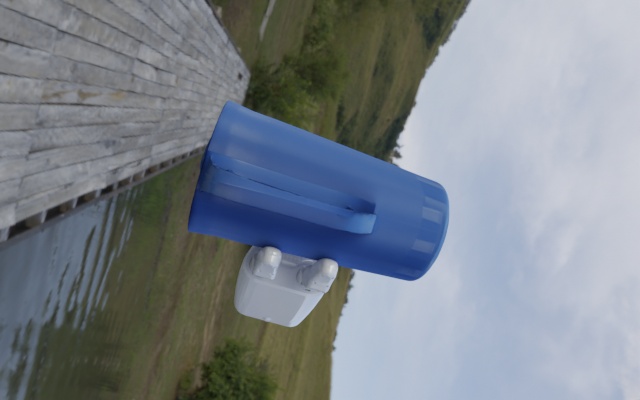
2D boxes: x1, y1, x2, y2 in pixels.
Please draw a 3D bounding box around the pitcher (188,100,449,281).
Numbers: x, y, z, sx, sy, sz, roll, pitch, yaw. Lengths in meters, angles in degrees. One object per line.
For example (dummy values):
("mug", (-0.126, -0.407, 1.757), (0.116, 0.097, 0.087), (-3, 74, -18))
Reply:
("pitcher", (0.000, 0.002, 0.473), (0.243, 0.149, 0.145), (17, -40, -8))
